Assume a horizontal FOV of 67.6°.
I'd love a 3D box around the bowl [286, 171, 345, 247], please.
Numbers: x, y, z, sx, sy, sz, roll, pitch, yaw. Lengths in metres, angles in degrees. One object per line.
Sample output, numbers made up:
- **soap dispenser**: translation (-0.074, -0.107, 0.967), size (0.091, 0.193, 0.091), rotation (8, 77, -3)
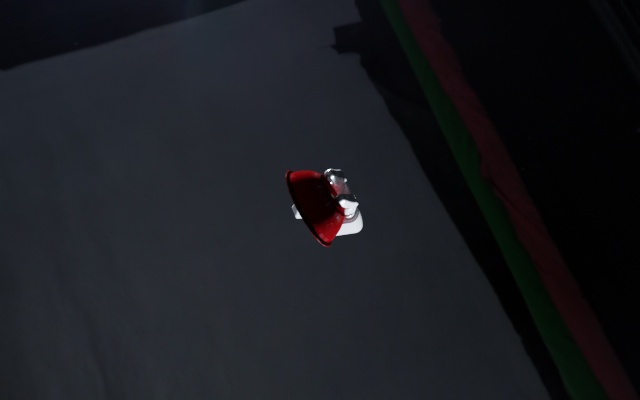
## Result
- **bowl**: translation (0.000, 0.003, 0.892), size (0.055, 0.162, 0.162), rotation (-29, -7, 13)
